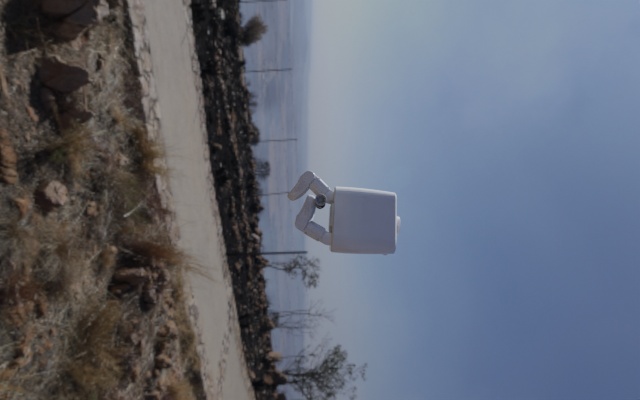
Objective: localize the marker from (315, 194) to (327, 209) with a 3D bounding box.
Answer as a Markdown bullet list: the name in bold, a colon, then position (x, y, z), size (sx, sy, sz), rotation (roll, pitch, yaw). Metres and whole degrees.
- **marker**: position (0.000, 0.003, 0.806), size (0.020, 0.020, 0.121), rotation (0, -4, 0)
